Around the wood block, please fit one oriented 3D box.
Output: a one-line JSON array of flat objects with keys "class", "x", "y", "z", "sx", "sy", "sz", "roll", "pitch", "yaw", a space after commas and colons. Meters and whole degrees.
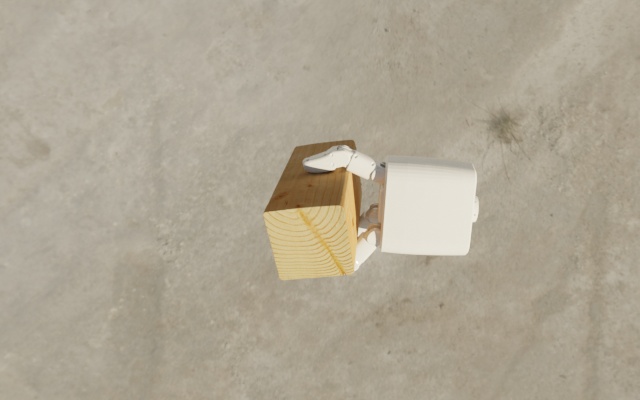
[{"class": "wood block", "x": 0.000, "y": 0.002, "z": 0.612, "sx": 0.090, "sy": 0.091, "sz": 0.206, "roll": -6, "pitch": 25, "yaw": 10}]
